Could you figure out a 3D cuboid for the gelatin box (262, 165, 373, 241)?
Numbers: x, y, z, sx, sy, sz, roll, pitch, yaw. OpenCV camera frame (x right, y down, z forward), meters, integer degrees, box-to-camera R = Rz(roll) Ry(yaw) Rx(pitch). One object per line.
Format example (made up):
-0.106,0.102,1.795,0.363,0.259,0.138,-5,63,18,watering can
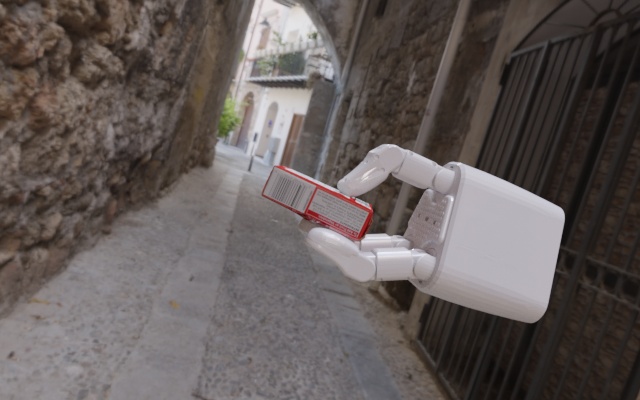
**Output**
0.000,0.001,0.407,0.089,0.030,0.073,25,4,2,gelatin box
